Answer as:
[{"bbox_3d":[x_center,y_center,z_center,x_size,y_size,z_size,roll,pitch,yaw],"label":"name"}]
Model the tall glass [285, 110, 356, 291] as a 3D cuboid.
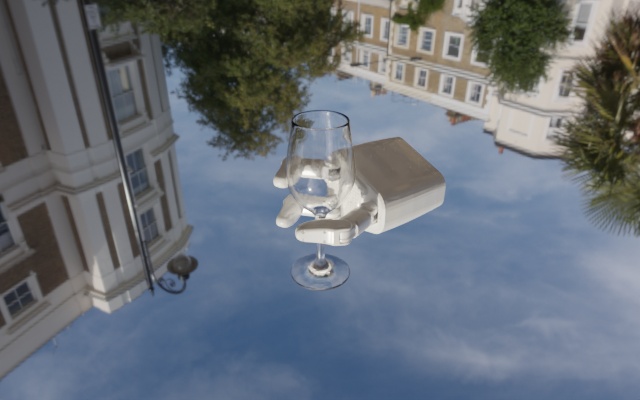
[{"bbox_3d":[0.000,0.002,0.549,0.079,0.201,0.079,0,29,0],"label":"tall glass"}]
